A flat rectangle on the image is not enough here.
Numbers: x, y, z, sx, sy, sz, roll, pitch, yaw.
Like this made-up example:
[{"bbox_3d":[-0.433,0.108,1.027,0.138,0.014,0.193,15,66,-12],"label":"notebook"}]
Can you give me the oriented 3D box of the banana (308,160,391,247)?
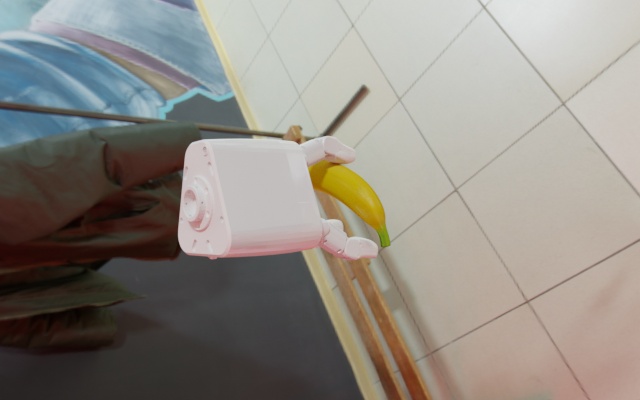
[{"bbox_3d":[0.006,-0.014,0.566,0.037,0.070,0.197,-6,26,-45],"label":"banana"}]
